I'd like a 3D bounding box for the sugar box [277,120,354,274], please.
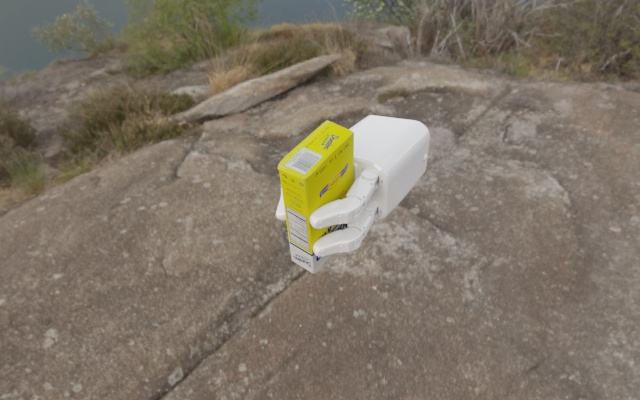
[{"bbox_3d":[0.001,0.002,0.581,0.048,0.176,0.093,27,55,28],"label":"sugar box"}]
